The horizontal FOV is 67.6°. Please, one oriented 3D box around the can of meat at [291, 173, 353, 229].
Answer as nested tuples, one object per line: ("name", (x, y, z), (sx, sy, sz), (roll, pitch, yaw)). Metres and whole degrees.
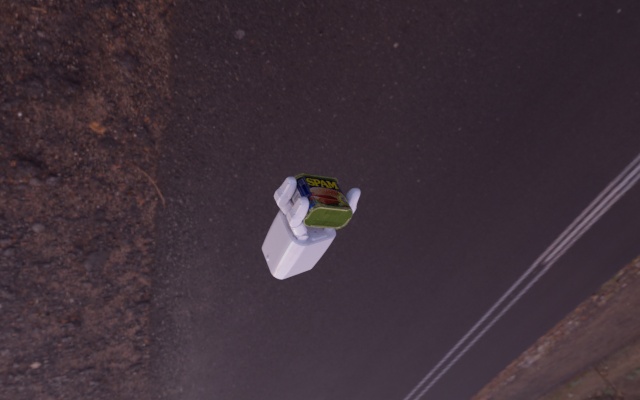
("can of meat", (0.000, 0.003, 0.864), (0.102, 0.057, 0.084), (7, 41, -36))
